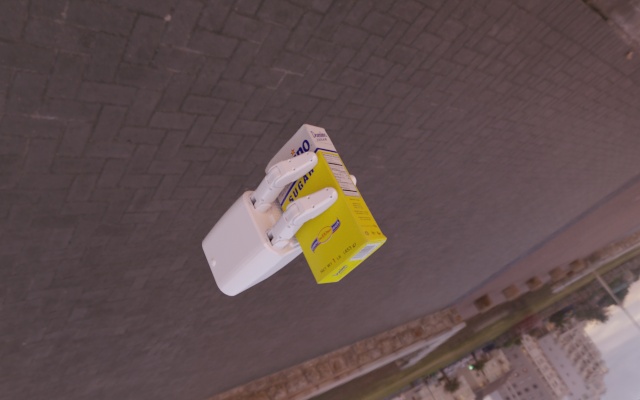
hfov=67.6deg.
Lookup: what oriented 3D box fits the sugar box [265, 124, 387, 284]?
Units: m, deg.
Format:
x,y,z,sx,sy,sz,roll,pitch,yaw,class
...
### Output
x,y,z,sx,sy,sz,roll,pitch,yaw,class
0.000,0.002,0.587,0.048,0.176,0.093,2,-39,-50,sugar box
